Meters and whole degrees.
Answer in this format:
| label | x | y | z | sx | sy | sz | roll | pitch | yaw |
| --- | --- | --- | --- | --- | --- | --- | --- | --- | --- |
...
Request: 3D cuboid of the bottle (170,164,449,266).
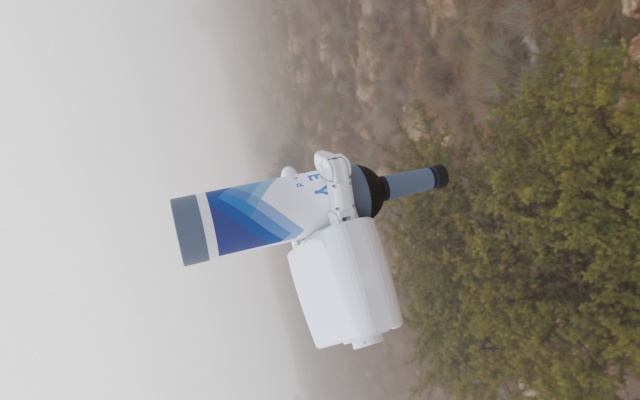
| label | x | y | z | sx | sy | sz | roll | pitch | yaw |
| --- | --- | --- | --- | --- | --- | --- | --- | --- | --- |
| bottle | 0.000 | 0.002 | 0.500 | 0.295 | 0.069 | 0.069 | -12 | 3 | -16 |
